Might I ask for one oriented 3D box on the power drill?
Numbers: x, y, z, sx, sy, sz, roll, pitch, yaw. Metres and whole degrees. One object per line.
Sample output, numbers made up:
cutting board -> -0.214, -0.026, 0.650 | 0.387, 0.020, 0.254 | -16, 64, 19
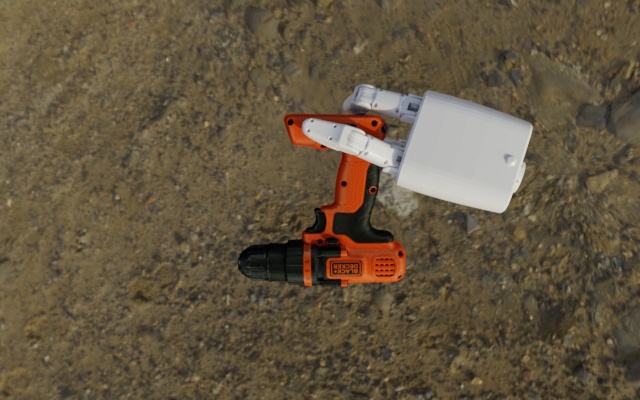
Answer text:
power drill -> 0.000, 0.001, 0.514 | 0.184, 0.188, 0.057 | -1, 13, -1
